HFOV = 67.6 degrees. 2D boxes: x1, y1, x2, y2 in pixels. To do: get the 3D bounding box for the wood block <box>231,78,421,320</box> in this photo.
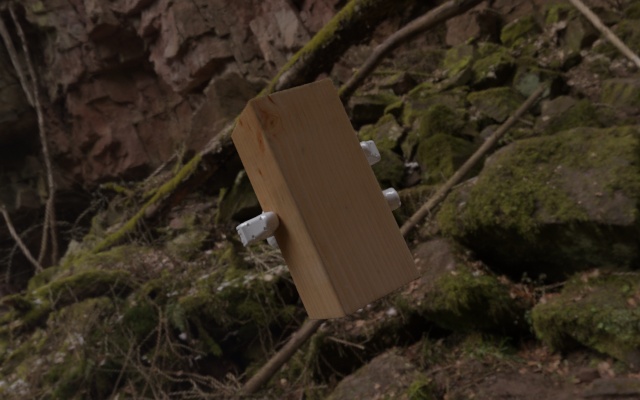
[{"bbox_3d":[0.000,0.002,0.467,0.091,0.206,0.090,-22,-5,-26],"label":"wood block"}]
